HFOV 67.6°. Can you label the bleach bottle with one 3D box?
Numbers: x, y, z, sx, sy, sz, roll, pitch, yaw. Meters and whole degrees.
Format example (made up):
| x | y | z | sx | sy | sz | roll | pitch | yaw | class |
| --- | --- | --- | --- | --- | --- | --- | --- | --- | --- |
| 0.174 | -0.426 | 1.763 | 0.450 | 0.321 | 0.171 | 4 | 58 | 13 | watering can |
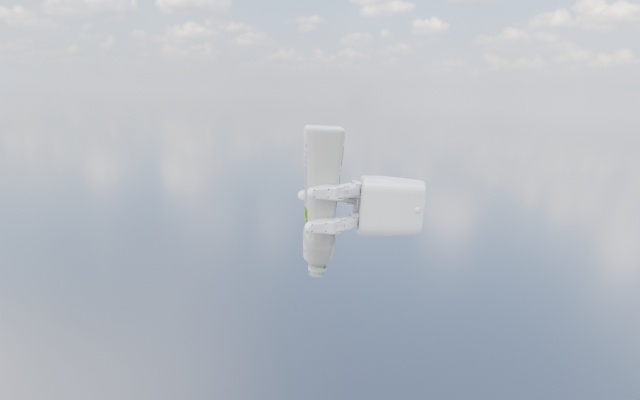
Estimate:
| x | y | z | sx | sy | sz | roll | pitch | yaw | class |
| --- | --- | --- | --- | --- | --- | --- | --- | --- | --- |
| 0.000 | 0.003 | 0.803 | 0.068 | 0.251 | 0.102 | 3 | 12 | -3 | bleach bottle |
